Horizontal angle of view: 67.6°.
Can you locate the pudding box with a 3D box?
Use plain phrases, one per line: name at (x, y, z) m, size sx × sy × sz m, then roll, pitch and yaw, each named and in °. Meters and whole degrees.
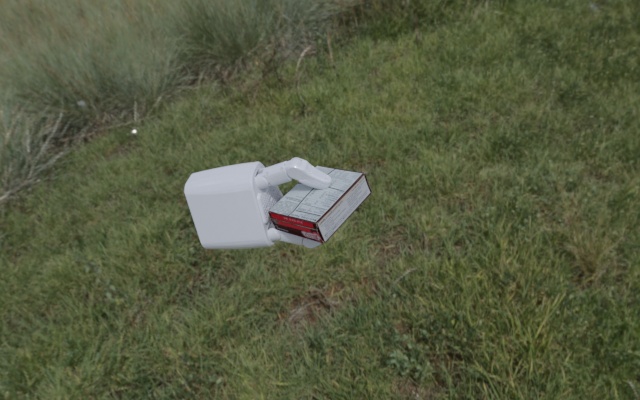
pudding box at (0.000, 0.002, 0.636) m, size 0.090 × 0.039 × 0.113 m, roll 13°, pitch 48°, yaw 40°
